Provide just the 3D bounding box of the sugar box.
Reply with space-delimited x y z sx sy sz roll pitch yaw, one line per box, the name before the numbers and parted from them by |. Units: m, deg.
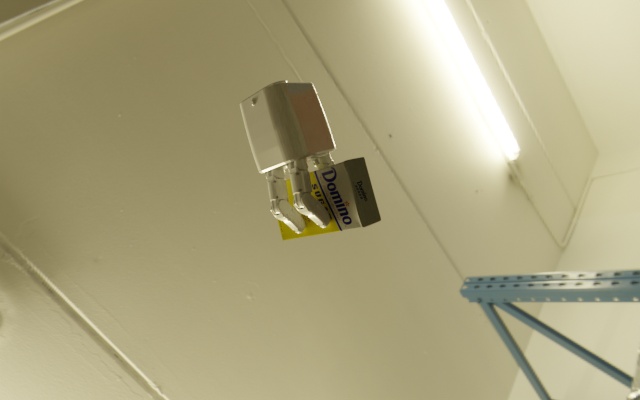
sugar box | 0.000 0.002 0.694 0.048 0.093 0.176 -17 1 -40
